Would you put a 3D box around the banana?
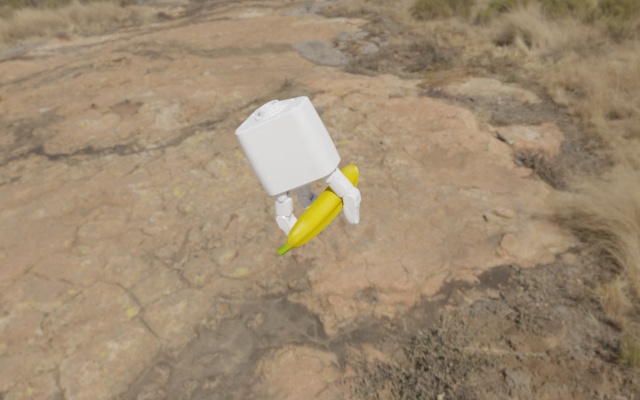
[{"bbox_3d":[0.008,0.004,0.722,0.197,0.037,0.069,-47,21,-26],"label":"banana"}]
